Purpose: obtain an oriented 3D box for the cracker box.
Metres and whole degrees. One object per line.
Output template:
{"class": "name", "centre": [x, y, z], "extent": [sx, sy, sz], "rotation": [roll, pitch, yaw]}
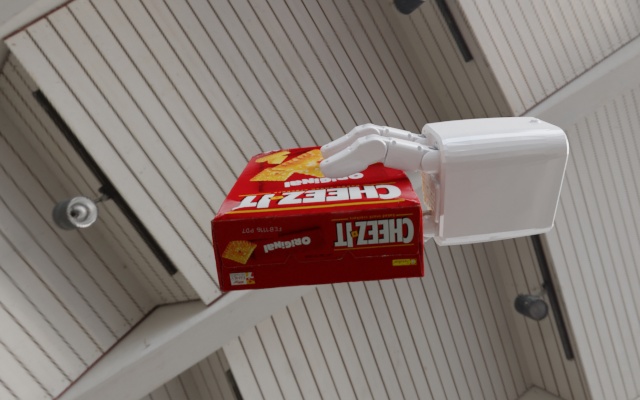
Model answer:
{"class": "cracker box", "centre": [0.000, 0.002, 0.464], "extent": [0.164, 0.072, 0.213], "rotation": [-5, 18, 3]}
